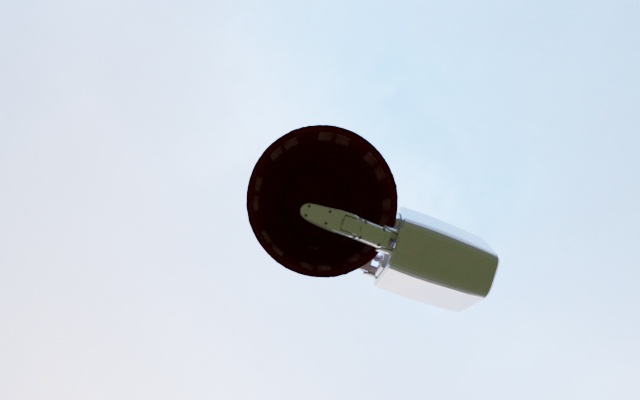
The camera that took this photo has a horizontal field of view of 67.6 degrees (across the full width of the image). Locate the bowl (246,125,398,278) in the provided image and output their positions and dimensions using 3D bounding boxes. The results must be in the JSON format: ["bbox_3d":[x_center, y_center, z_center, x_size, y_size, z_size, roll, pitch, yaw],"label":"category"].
[{"bbox_3d":[-0.001,0.001,0.526,0.162,0.162,0.055,0,-4,-8],"label":"bowl"}]
